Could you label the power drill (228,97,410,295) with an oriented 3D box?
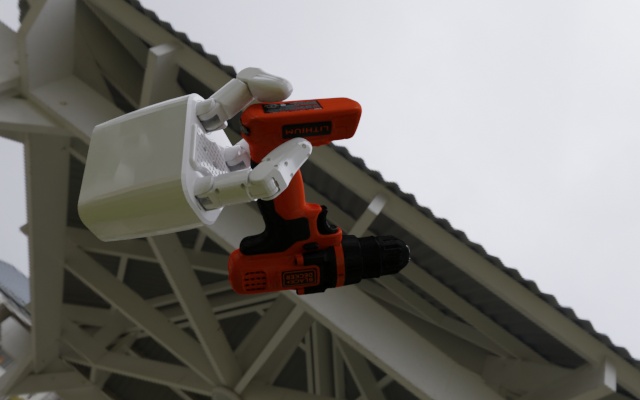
[{"bbox_3d":[0.000,0.001,0.451,0.184,0.188,0.057,-6,23,-11],"label":"power drill"}]
